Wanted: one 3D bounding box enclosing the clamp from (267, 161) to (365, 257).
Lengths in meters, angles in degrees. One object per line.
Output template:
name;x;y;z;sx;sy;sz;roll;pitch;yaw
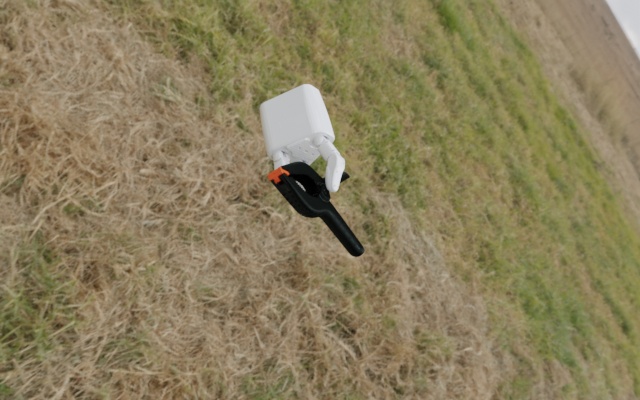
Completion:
clamp;0.000;0.002;0.763;0.036;0.164;0.210;-29;-29;29
